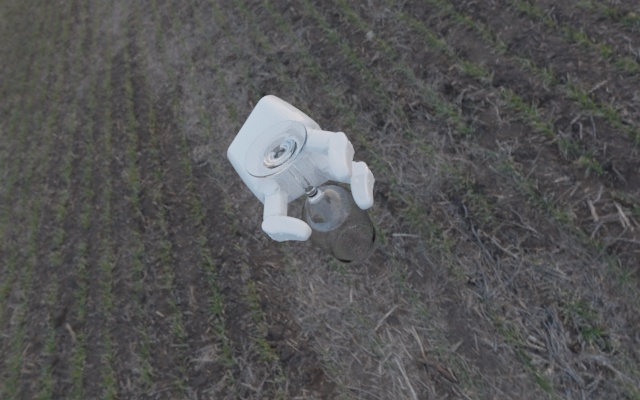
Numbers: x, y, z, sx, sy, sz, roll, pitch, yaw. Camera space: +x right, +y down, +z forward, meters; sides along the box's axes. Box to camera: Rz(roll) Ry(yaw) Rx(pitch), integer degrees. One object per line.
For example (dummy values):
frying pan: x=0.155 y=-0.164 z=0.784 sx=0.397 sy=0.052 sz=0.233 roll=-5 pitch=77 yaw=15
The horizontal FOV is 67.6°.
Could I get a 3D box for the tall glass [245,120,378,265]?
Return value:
tall glass: x=0.000 y=0.002 z=0.551 sx=0.079 sy=0.079 sz=0.201 roll=0 pitch=-34 yaw=34
